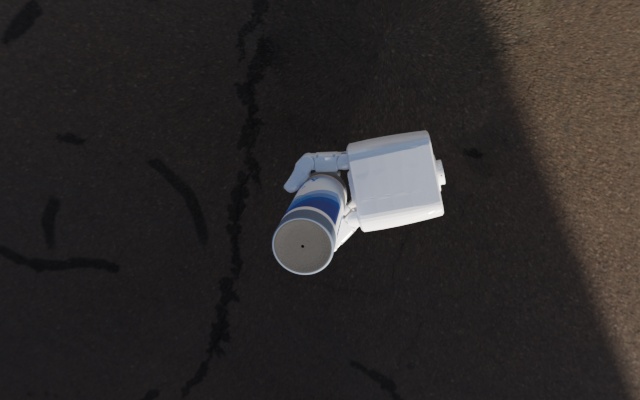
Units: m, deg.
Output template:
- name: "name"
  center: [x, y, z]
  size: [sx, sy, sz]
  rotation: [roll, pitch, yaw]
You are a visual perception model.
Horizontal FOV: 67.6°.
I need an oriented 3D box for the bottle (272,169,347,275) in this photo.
- name: "bottle"
  center: [0.000, 0.002, 0.639]
  size: [0.069, 0.069, 0.295]
  rotation: [0, 18, 8]
